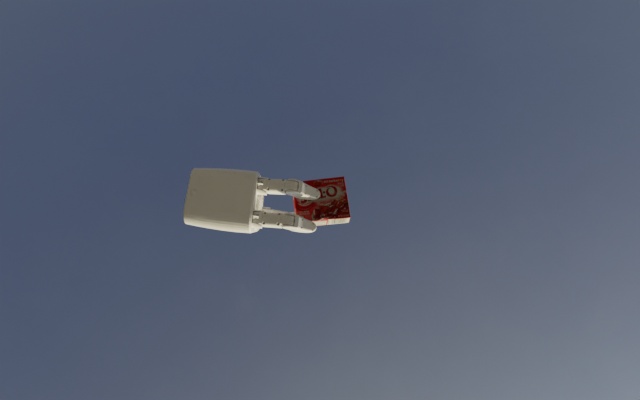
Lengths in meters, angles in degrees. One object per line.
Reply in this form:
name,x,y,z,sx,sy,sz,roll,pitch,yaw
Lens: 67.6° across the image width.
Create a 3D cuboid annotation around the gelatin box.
gelatin box,0.000,0.003,0.783,0.089,0.073,0.030,-6,-20,-6
